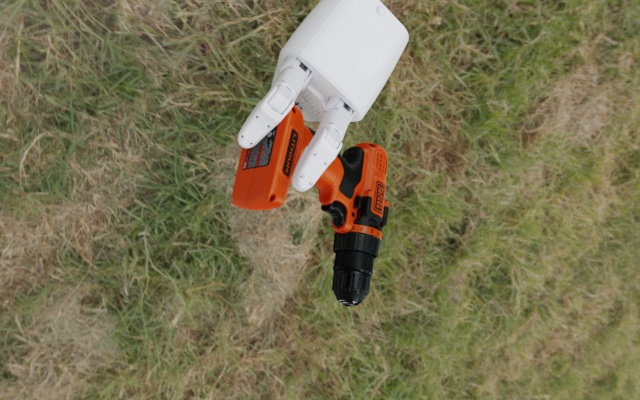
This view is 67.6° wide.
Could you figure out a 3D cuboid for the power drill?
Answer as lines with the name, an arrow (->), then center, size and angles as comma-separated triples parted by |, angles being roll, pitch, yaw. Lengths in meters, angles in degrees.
power drill -> 0.000, 0.001, 0.481 | 0.057, 0.184, 0.188 | -7, -24, 38
